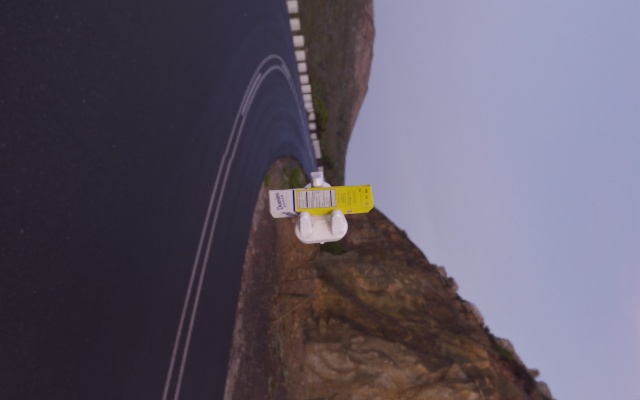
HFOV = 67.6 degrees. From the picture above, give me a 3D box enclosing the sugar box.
[{"bbox_3d":[0.000,0.003,0.844,0.176,0.048,0.093,-6,-8,-1],"label":"sugar box"}]
